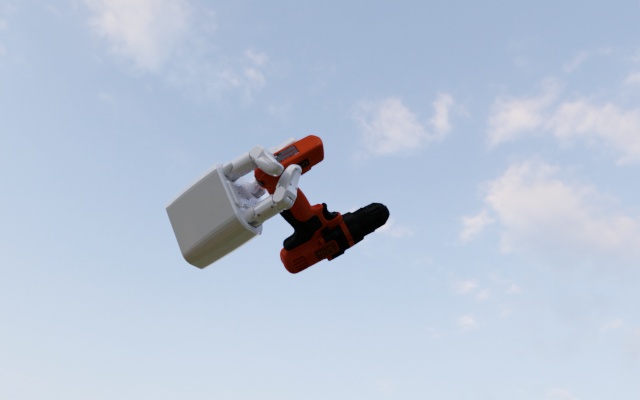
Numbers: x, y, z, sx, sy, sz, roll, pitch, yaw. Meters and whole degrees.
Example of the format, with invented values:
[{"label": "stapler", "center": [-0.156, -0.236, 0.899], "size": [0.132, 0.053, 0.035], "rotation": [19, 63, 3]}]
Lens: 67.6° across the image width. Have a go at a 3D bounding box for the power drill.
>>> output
[{"label": "power drill", "center": [0.000, 0.002, 0.703], "size": [0.184, 0.188, 0.057], "rotation": [-29, 28, -7]}]
